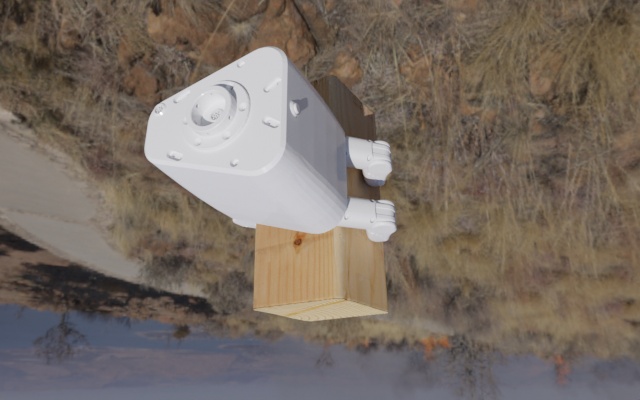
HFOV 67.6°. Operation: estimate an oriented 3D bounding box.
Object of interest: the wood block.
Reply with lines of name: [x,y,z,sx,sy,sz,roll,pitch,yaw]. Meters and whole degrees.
wood block: [0.000,0.002,0.454,0.091,0.206,0.090,-14,-26,30]
